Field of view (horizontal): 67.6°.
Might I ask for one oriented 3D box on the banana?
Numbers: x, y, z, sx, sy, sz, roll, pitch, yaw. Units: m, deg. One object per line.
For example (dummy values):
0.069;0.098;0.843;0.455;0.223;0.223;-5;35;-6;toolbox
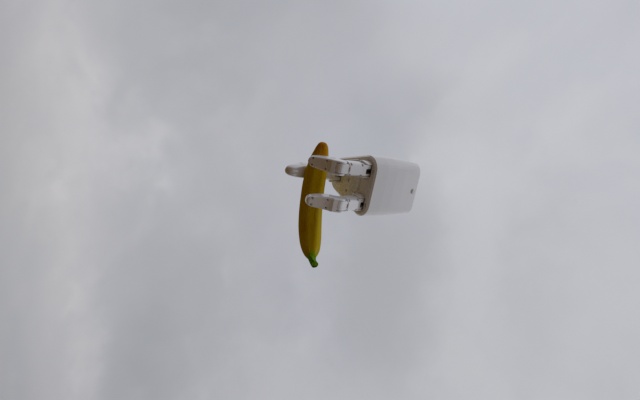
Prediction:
-0.009;0.008;0.765;0.037;0.197;0.069;7;-9;-28;banana
